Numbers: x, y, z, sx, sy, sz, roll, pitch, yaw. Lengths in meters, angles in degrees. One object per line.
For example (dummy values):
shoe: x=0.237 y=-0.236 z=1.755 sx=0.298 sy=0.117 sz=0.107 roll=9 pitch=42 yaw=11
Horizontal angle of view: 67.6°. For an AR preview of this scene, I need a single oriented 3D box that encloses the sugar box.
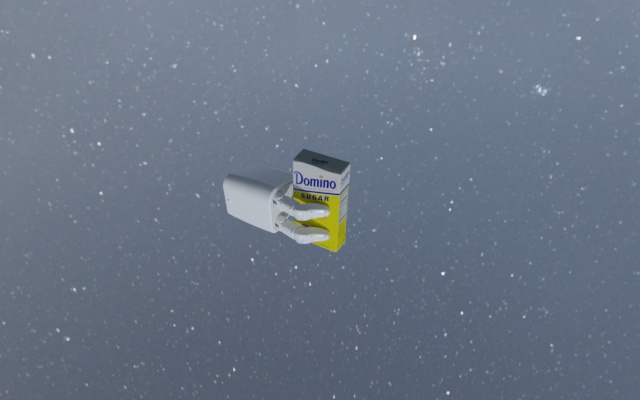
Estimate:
sugar box: x=0.000 y=0.003 z=0.843 sx=0.093 sy=0.176 sz=0.048 roll=18 pitch=44 yaw=22
